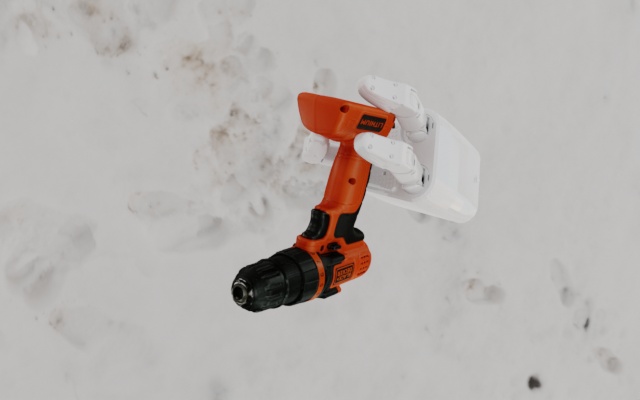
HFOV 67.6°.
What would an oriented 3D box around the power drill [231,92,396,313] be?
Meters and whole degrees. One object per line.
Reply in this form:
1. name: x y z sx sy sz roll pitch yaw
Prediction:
1. power drill: 0.000 0.001 0.434 0.057 0.188 0.184 20 15 30
